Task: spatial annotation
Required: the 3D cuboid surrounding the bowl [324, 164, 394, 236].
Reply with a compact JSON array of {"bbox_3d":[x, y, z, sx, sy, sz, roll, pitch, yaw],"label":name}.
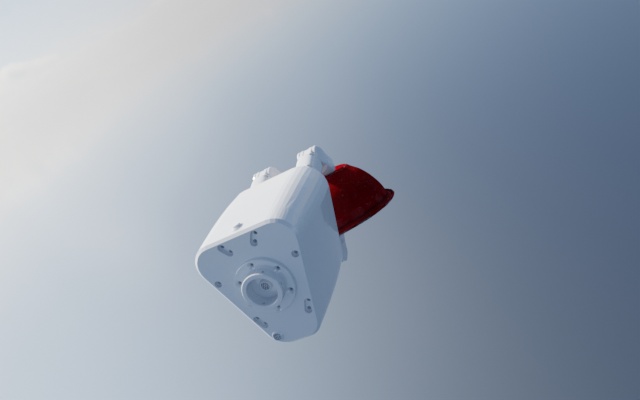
[{"bbox_3d":[0.000,0.001,0.549,0.162,0.055,0.162,-26,8,4],"label":"bowl"}]
